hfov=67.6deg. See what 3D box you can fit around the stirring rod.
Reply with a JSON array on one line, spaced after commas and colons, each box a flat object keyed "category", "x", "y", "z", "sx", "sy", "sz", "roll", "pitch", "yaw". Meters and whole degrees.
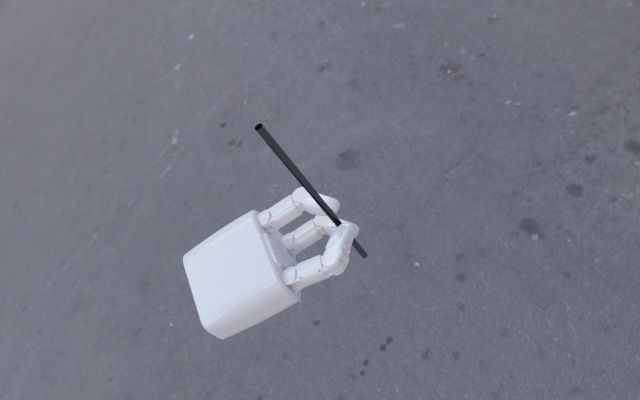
[{"category": "stirring rod", "x": 0.000, "y": 0.002, "z": 0.502, "sx": 0.011, "sy": 0.011, "sz": 0.240, "roll": 0, "pitch": -33, "yaw": 33}]
